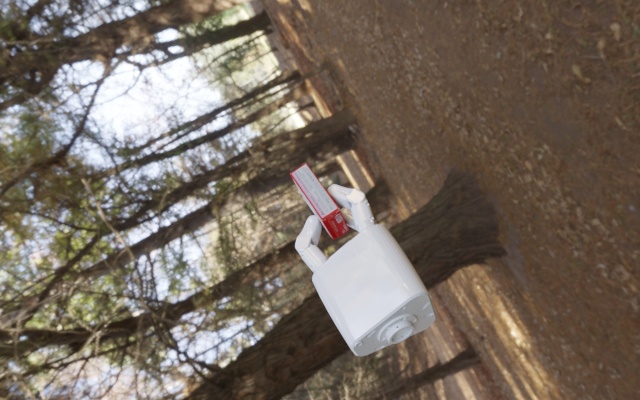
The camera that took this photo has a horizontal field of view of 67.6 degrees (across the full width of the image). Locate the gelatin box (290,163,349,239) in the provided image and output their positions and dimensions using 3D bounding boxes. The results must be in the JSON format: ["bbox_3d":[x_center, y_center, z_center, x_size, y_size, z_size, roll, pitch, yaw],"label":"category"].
[{"bbox_3d":[0.000,0.002,0.647,0.030,0.089,0.073,-34,-28,-3],"label":"gelatin box"}]
